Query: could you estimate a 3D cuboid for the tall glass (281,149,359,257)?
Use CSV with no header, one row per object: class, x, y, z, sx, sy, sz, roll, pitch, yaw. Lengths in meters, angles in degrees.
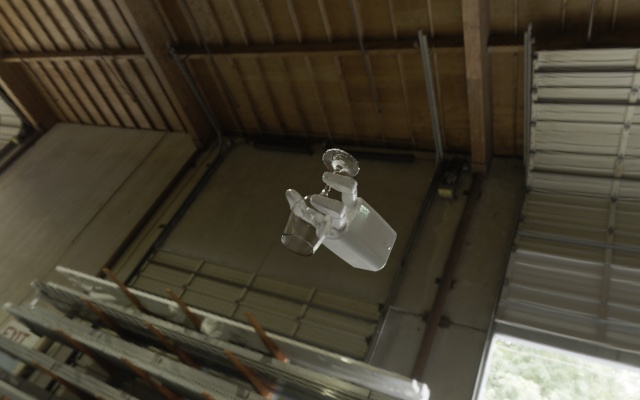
tall glass,0.000,0.002,0.860,0.079,0.201,0.079,19,-34,14
